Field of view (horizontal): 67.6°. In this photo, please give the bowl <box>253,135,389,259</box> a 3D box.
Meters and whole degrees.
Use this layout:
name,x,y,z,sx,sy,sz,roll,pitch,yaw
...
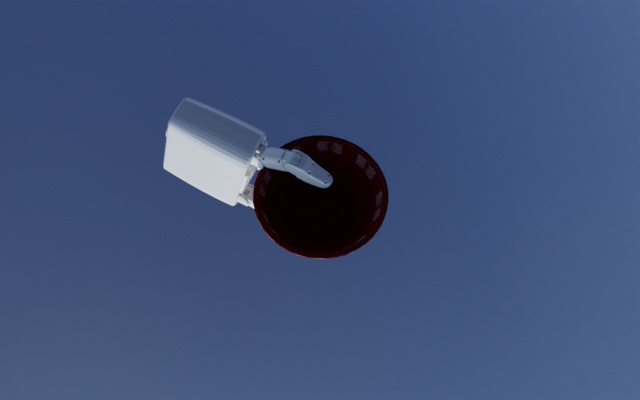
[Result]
name,x,y,z,sx,sy,sz,roll,pitch,yaw
bowl,0.001,0.003,0.589,0.162,0.162,0.055,0,-24,-1
